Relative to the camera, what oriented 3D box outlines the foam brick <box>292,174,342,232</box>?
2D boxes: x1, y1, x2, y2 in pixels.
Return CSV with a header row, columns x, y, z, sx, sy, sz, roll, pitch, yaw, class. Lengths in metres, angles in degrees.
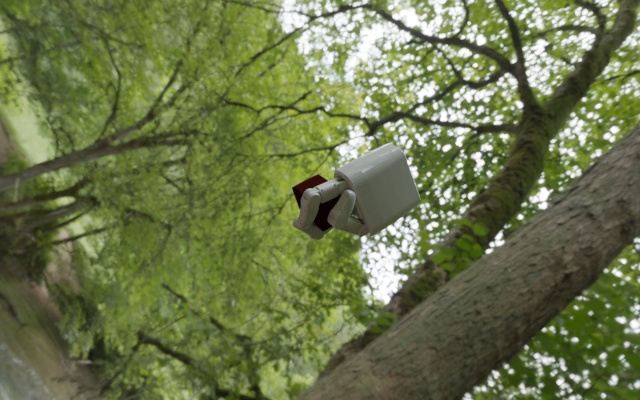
x,y,z,sx,sy,sz,roll,pitch,yaw,class
0.000,0.002,0.759,0.051,0.053,0.078,-30,38,-18,foam brick
